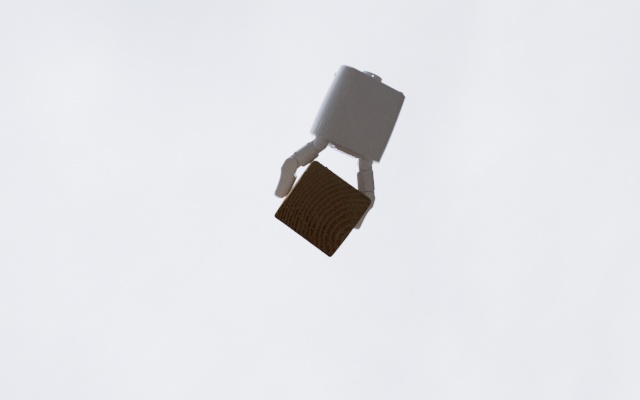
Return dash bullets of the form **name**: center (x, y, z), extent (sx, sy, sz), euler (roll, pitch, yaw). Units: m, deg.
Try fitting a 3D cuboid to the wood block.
- **wood block**: center (0.001, 0.002, 0.684), extent (0.091, 0.090, 0.206), euler (36, 3, -4)
